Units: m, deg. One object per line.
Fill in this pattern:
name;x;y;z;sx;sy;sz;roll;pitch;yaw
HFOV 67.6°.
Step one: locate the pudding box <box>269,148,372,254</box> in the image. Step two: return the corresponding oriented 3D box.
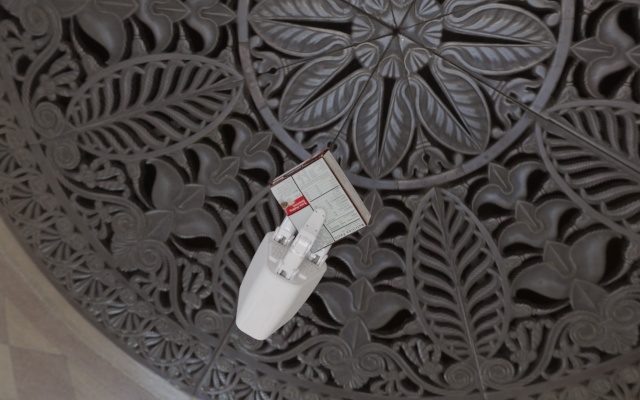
pudding box;0.000;0.002;0.626;0.090;0.113;0.039;-29;13;20
